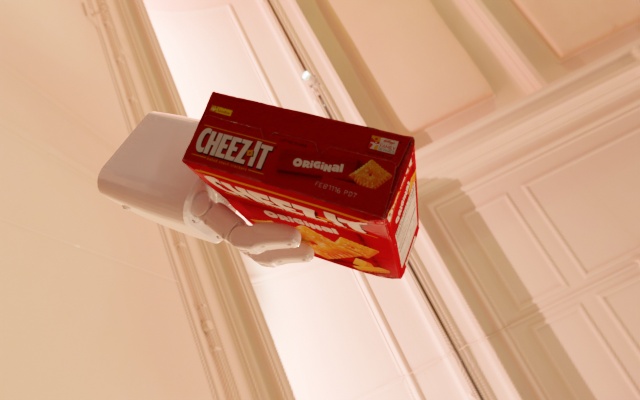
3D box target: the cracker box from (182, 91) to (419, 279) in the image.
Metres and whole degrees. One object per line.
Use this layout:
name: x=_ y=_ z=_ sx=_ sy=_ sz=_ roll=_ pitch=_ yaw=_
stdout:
cracker box: x=0.000 y=0.001 z=0.433 sx=0.164 sy=0.072 sz=0.214 roll=16 pitch=-16 yaw=17
